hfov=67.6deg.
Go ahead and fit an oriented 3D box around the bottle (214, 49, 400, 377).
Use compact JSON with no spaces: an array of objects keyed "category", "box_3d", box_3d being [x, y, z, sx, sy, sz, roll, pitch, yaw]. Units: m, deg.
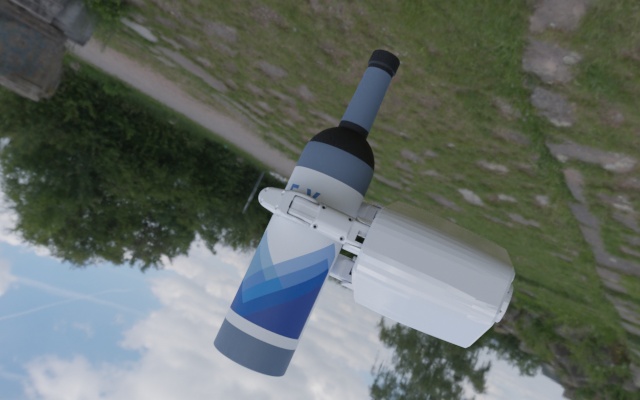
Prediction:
[{"category":"bottle","box_3d":[0.000,0.002,0.423,0.069,0.295,0.069,24,-7,3]}]
